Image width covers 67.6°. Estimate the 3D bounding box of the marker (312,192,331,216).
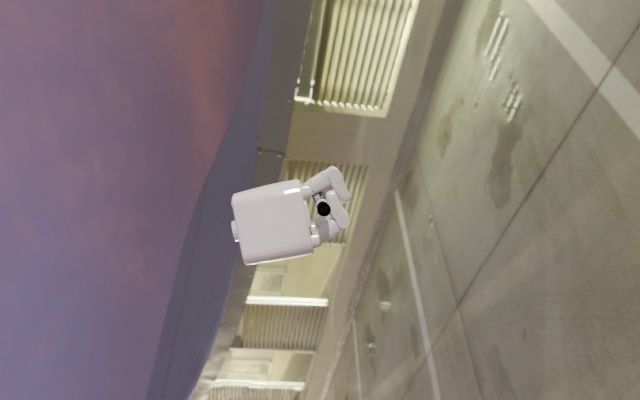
[{"bbox_3d":[0.000,0.002,0.697,0.020,0.020,0.121,0,11,-5],"label":"marker"}]
